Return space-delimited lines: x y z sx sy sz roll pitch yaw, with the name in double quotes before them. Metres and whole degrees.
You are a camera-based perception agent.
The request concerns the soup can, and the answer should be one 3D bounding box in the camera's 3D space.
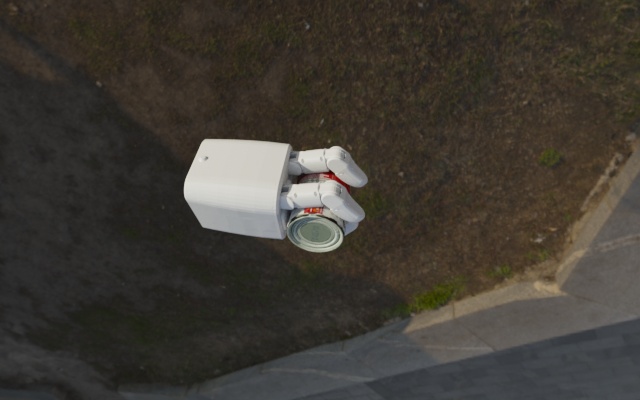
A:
"soup can" 0.001 0.002 0.570 0.068 0.102 0.069 5 -42 5
